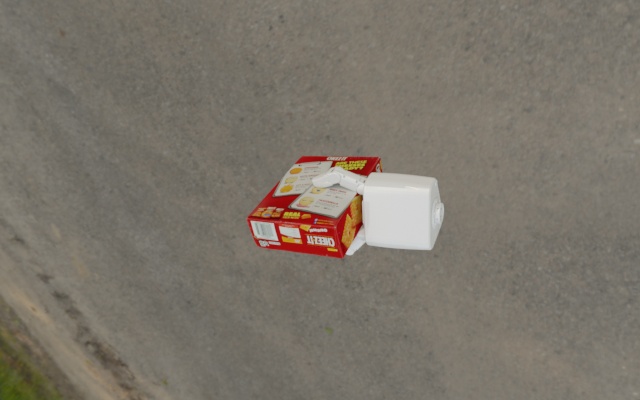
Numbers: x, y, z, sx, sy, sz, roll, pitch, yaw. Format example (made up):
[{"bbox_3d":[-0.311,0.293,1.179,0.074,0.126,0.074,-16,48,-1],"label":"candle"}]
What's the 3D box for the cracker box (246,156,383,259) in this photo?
[{"bbox_3d":[0.000,0.003,0.828,0.164,0.072,0.213,4,35,26],"label":"cracker box"}]
